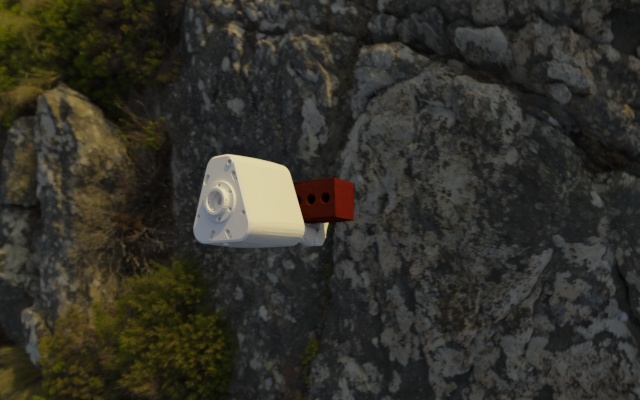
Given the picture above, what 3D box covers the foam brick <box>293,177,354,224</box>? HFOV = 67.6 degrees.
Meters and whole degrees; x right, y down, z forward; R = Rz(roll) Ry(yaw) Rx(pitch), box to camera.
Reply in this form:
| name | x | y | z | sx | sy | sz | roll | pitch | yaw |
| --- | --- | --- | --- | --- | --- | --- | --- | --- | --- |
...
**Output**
| name | x | y | z | sx | sy | sz | roll | pitch | yaw |
| --- | --- | --- | --- | --- | --- | --- | --- | --- | --- |
| foam brick | 0.000 | 0.002 | 0.642 | 0.078 | 0.053 | 0.051 | -6 | -11 | 31 |
